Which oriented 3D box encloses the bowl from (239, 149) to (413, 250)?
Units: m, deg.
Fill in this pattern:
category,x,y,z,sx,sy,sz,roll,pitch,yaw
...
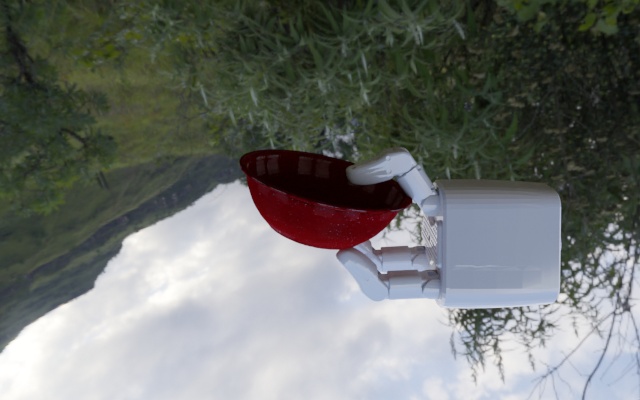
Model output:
category,x,y,z,sx,sy,sz,roll,pitch,yaw
bowl,-0.001,0.001,0.447,0.162,0.055,0.162,12,18,-4
